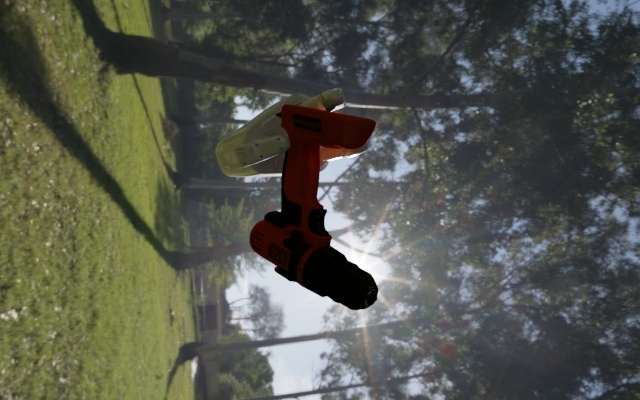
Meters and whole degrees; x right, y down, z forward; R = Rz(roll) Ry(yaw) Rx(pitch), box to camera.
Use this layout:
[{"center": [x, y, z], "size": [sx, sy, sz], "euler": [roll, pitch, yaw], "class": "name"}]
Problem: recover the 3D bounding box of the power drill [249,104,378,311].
[{"center": [0.000, 0.001, 0.497], "size": [0.057, 0.188, 0.184], "euler": [0, 16, -46], "class": "power drill"}]
